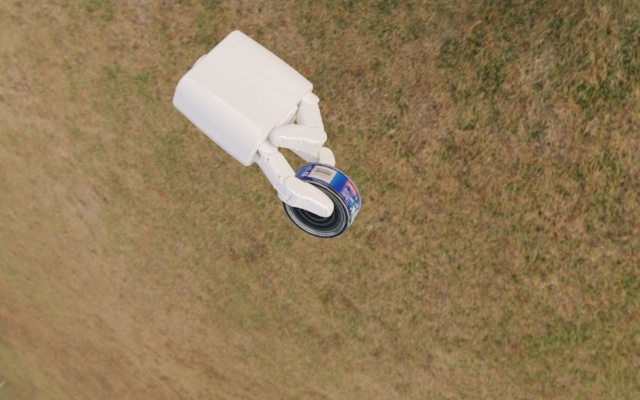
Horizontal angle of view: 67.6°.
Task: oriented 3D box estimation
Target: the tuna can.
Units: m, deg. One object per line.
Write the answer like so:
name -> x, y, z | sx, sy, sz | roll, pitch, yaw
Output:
tuna can -> 0.000, 0.002, 0.538 | 0.086, 0.086, 0.033 | 0, 37, 30
